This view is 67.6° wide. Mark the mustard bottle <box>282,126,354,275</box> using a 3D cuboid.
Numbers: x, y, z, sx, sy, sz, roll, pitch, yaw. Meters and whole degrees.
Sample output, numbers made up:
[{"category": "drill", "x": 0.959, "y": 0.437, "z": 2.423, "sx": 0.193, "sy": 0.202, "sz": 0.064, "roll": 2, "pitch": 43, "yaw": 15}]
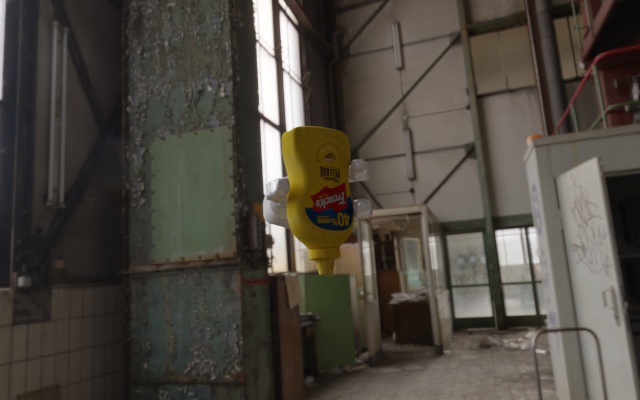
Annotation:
[{"category": "mustard bottle", "x": 0.000, "y": 0.002, "z": 0.632, "sx": 0.096, "sy": 0.191, "sz": 0.058, "roll": 4, "pitch": -12, "yaw": -39}]
